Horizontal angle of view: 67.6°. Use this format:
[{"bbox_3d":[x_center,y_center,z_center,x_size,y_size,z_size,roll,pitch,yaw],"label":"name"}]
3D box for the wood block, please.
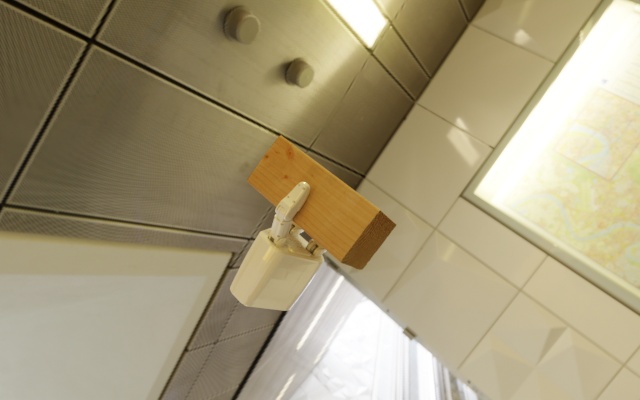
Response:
[{"bbox_3d":[0.000,0.003,0.720,0.206,0.090,0.091,38,3,28],"label":"wood block"}]
